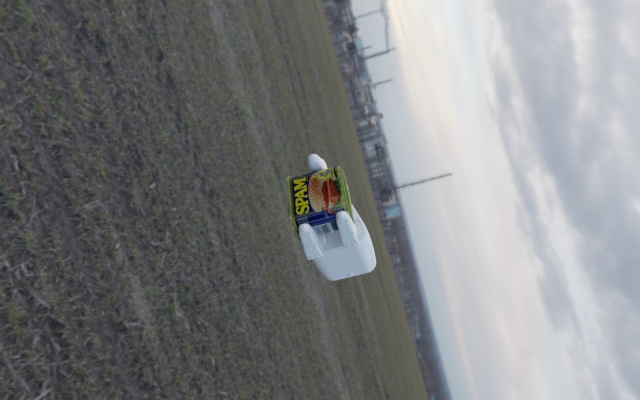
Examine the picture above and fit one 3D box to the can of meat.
[{"bbox_3d":[0.000,0.002,0.703,0.084,0.102,0.057,-15,-41,8],"label":"can of meat"}]
